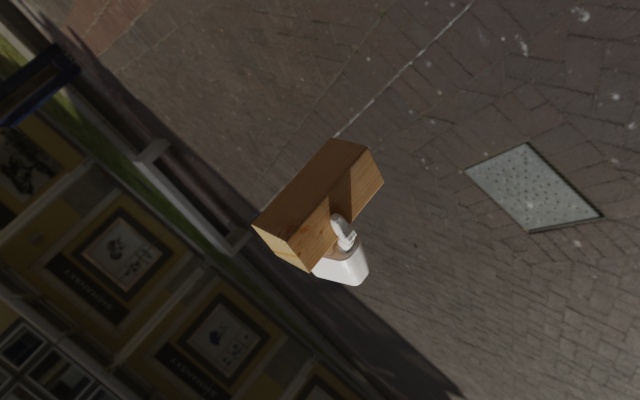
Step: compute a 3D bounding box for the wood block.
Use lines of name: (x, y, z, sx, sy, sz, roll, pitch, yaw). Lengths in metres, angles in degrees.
wood block: (0.000, 0.003, 0.786, 0.091, 0.206, 0.090, 21, -27, 43)
